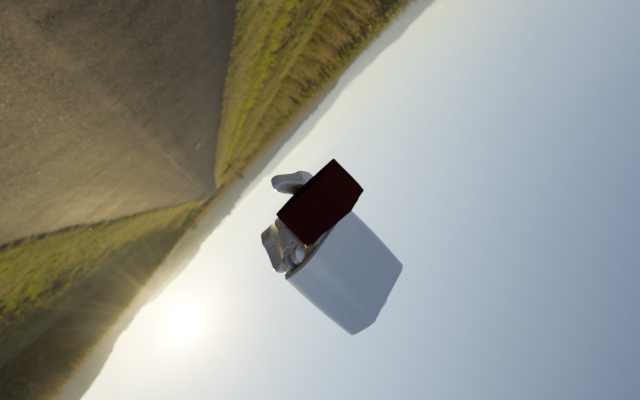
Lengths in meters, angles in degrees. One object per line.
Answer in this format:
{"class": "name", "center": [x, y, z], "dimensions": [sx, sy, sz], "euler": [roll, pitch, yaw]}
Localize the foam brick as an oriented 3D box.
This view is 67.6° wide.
{"class": "foam brick", "center": [0.000, 0.002, 0.528], "dimensions": [0.078, 0.051, 0.053], "euler": [-41, 6, 34]}
